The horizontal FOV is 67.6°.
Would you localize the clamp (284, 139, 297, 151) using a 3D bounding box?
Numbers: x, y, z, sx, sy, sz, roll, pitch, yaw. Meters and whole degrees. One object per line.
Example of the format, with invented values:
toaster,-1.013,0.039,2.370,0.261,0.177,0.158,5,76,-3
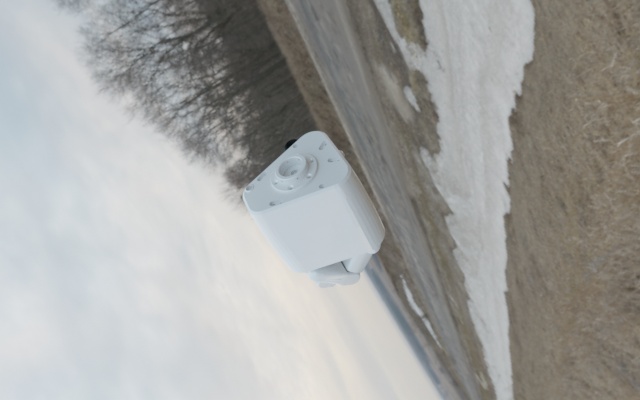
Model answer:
clamp,0.000,0.002,0.602,0.039,0.120,0.171,-32,45,-1
